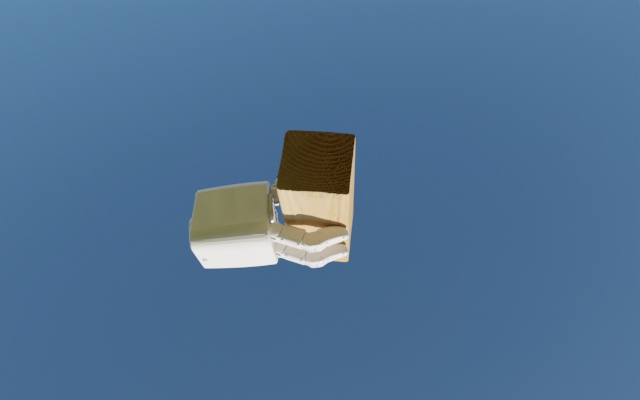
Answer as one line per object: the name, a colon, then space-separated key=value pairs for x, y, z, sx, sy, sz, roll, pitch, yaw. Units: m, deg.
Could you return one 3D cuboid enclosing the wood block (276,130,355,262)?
wood block: x=0.000 y=0.002 z=0.666 sx=0.090 sy=0.090 sz=0.206 roll=4 pitch=-29 yaw=5
